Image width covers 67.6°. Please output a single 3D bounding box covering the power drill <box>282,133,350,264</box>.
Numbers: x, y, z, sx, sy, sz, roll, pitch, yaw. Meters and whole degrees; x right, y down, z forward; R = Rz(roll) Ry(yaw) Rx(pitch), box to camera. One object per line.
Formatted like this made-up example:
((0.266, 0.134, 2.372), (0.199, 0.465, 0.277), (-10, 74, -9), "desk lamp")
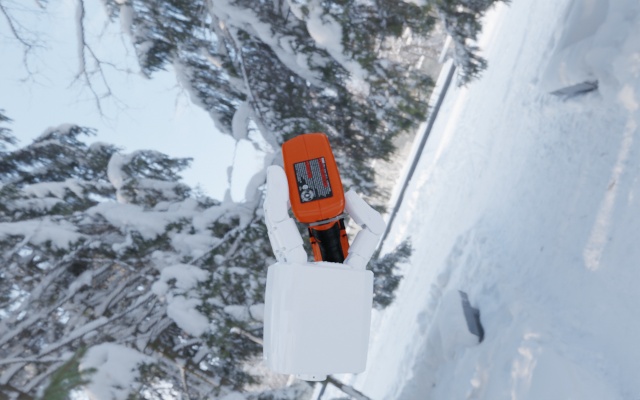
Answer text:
((0.000, 0.002, 0.586), (0.057, 0.184, 0.188), (-16, -29, 1), "power drill")
